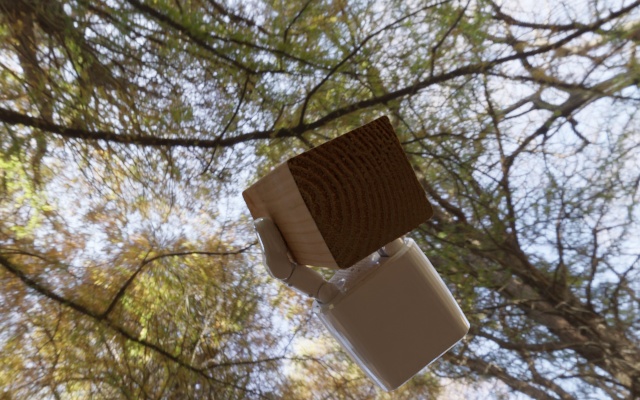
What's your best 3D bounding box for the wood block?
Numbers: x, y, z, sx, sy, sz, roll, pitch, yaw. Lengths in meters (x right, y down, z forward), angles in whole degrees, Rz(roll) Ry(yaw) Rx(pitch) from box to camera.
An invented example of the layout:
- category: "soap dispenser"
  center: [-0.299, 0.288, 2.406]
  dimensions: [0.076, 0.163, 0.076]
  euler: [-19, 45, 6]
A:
- category: "wood block"
  center: [0.000, 0.002, 0.445]
  dimensions: [0.091, 0.090, 0.206]
  euler: [-28, 3, -19]
